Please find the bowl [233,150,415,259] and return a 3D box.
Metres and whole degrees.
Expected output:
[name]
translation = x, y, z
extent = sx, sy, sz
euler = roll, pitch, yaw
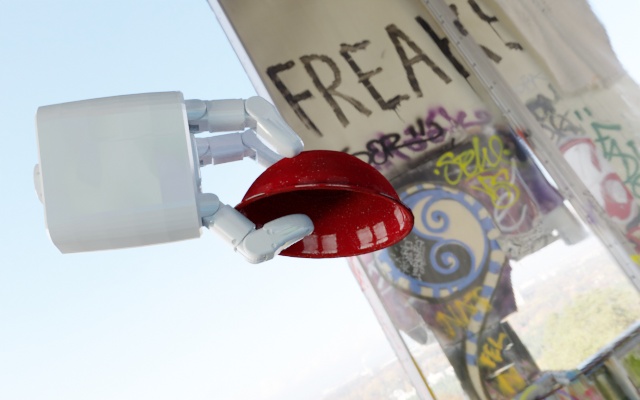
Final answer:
[bowl]
translation = 0.001, 0.001, 0.426
extent = 0.162, 0.055, 0.162
euler = 0, -26, 0
